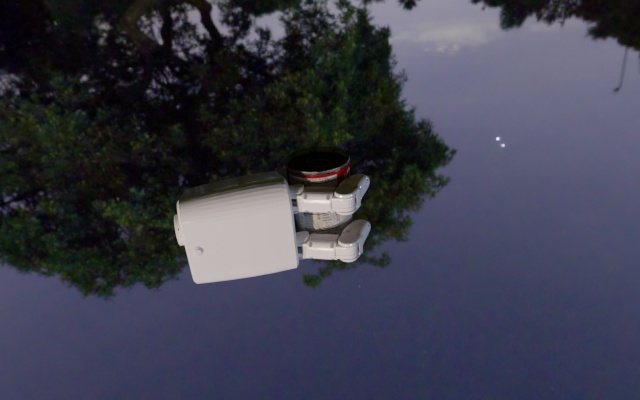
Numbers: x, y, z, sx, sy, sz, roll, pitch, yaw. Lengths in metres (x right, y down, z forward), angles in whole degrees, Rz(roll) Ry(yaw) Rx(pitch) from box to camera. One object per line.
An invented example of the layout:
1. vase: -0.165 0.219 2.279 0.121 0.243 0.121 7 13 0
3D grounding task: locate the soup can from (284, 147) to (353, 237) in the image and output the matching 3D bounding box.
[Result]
1. soup can: 0.001 0.002 0.515 0.068 0.102 0.068 -4 27 2
